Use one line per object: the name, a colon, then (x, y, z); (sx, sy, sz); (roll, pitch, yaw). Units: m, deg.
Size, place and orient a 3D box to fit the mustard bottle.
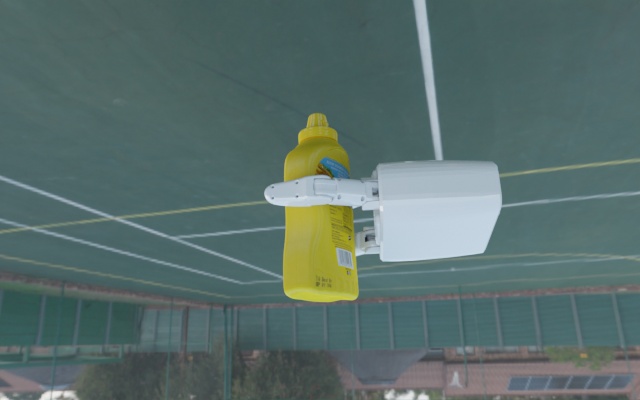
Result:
mustard bottle: (0.000, 0.002, 0.479); (0.058, 0.191, 0.096); (-11, -19, 28)
